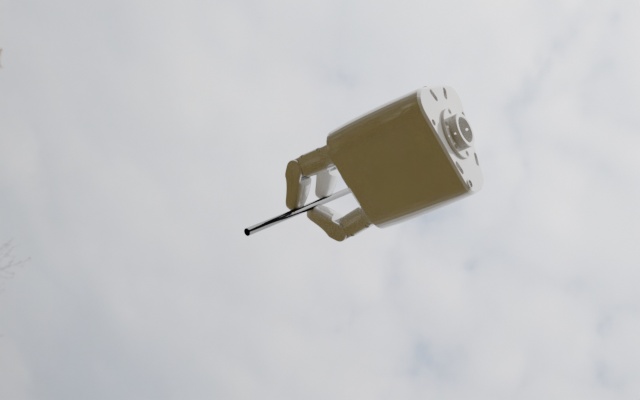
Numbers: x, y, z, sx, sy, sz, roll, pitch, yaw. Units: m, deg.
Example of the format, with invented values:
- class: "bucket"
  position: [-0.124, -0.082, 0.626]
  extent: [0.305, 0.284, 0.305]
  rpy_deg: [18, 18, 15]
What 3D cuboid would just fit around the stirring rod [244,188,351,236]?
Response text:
- class: "stirring rod"
  position: [0.000, 0.002, 0.548]
  extent: [0.011, 0.011, 0.239]
  rpy_deg: [0, 14, 37]
